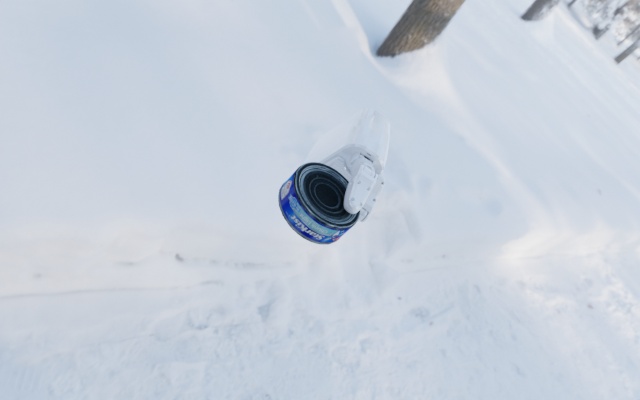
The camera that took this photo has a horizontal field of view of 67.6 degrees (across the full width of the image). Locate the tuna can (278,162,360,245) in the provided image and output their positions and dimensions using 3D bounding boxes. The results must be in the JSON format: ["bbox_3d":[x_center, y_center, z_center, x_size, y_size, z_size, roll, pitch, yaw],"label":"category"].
[{"bbox_3d":[0.000,0.001,0.507,0.086,0.086,0.034,0,-33,-40],"label":"tuna can"}]
